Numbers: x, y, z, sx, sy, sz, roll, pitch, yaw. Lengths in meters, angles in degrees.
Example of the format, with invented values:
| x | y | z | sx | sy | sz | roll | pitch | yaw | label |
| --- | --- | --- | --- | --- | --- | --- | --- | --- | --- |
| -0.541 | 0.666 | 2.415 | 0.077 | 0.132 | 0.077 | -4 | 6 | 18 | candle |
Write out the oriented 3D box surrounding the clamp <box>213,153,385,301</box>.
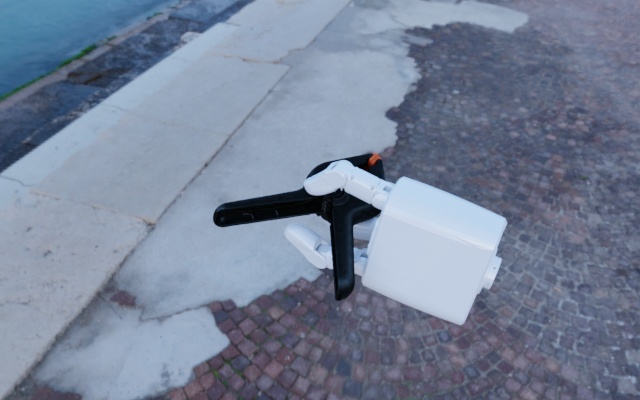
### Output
| x | y | z | sx | sy | sz | roll | pitch | yaw | label |
| --- | --- | --- | --- | --- | --- | --- | --- | --- | --- |
| 0.001 | 0.001 | 0.520 | 0.164 | 0.036 | 0.210 | 24 | 43 | 17 | clamp |
